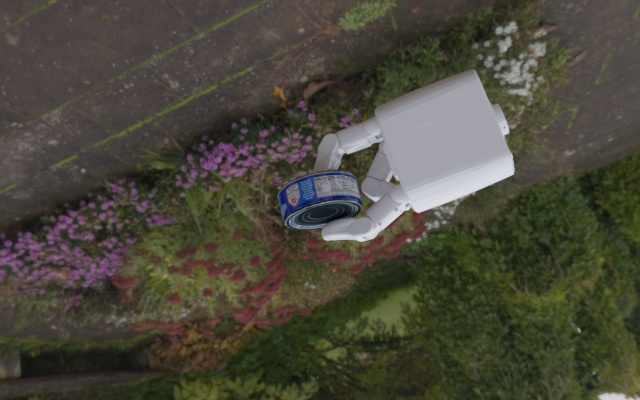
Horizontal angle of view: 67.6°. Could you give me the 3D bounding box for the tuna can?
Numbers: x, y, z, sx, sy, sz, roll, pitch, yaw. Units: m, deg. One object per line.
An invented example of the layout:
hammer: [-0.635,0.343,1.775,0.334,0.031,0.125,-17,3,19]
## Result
tuna can: [0.000,0.002,0.501,0.086,0.033,0.086,-11,-20,-4]
